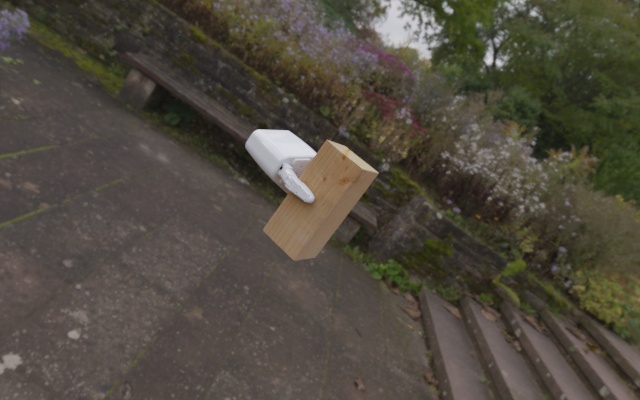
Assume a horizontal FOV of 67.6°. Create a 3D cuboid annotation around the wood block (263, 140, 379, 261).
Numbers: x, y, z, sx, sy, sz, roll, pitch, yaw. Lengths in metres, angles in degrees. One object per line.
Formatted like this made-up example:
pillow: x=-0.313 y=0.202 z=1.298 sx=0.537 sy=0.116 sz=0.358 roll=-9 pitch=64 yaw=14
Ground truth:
wood block: x=0.000 y=0.003 z=0.878 sx=0.090 sy=0.206 sz=0.091 roll=42 pitch=15 yaw=21
